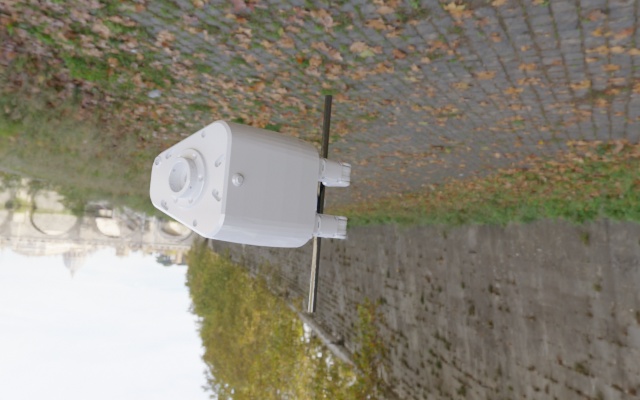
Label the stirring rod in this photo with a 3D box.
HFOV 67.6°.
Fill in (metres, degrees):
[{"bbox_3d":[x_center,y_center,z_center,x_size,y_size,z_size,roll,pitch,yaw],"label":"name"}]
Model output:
[{"bbox_3d":[0.000,0.002,0.529,0.011,0.239,0.011,4,-4,0],"label":"stirring rod"}]
